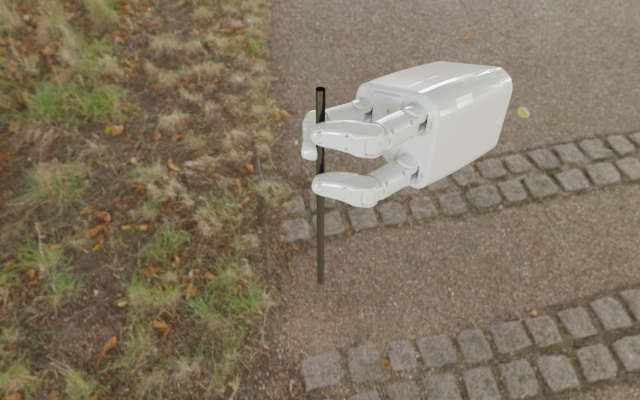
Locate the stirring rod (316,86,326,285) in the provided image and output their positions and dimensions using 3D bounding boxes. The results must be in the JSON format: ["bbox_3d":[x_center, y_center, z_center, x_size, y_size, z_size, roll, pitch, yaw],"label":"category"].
[{"bbox_3d":[0.000,0.002,0.459,0.011,0.240,0.011,0,41,0],"label":"stirring rod"}]
